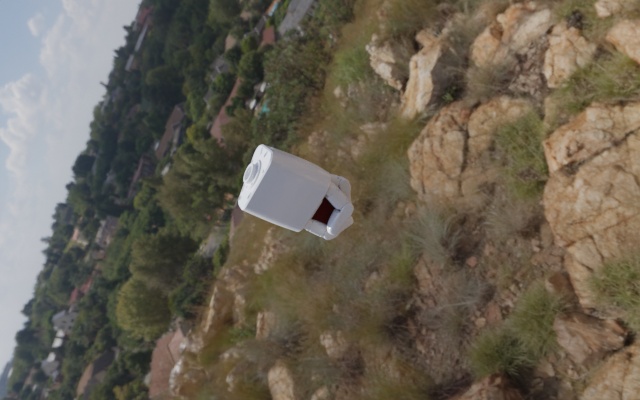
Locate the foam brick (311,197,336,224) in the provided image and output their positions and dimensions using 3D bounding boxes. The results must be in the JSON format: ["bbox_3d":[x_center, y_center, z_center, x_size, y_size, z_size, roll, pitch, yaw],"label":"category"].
[{"bbox_3d":[0.000,0.003,0.815,0.051,0.053,0.078,22,7,-26],"label":"foam brick"}]
